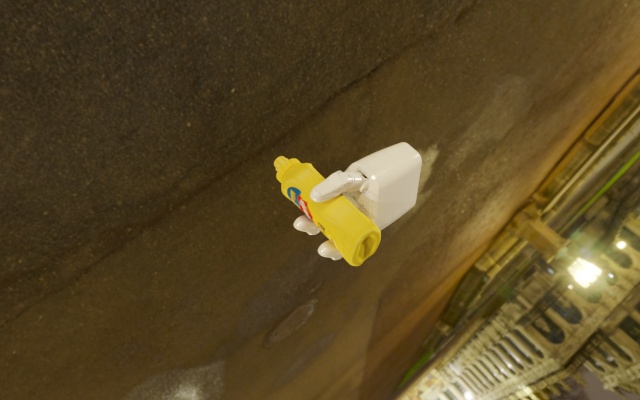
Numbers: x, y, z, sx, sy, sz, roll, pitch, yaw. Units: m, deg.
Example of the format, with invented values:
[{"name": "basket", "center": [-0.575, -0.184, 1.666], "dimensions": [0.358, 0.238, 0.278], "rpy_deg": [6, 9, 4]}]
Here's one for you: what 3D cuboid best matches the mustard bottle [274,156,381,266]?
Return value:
[{"name": "mustard bottle", "center": [0.000, 0.003, 0.669], "dimensions": [0.058, 0.191, 0.096], "rpy_deg": [-40, -24, -11]}]
